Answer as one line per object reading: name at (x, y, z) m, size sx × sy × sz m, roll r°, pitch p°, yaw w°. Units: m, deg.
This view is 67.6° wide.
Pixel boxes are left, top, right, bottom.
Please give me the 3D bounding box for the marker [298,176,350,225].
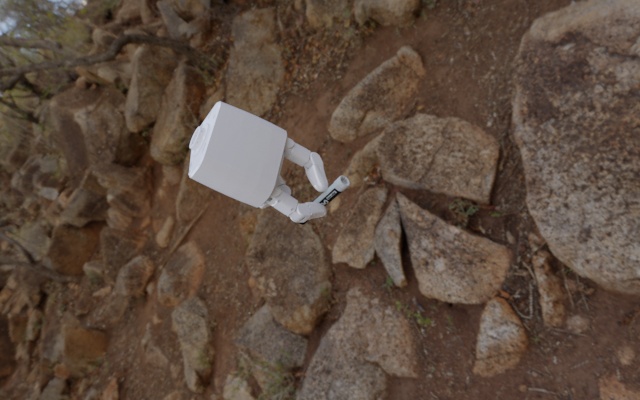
marker at (0.000, 0.002, 0.714) m, size 0.020 × 0.020 × 0.121 m, roll 0°, pitch -30°, yaw -41°
